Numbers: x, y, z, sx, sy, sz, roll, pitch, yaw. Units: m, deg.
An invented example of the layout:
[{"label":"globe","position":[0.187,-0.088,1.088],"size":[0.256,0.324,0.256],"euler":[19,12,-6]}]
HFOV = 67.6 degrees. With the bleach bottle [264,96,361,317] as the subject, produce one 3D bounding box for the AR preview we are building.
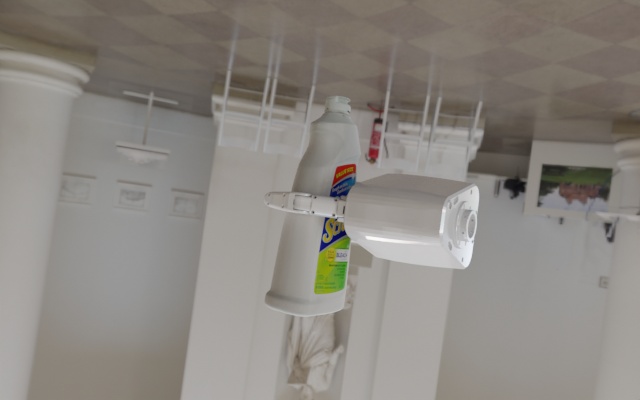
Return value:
[{"label":"bleach bottle","position":[0.000,0.002,0.560],"size":[0.068,0.251,0.102],"euler":[7,-1,35]}]
